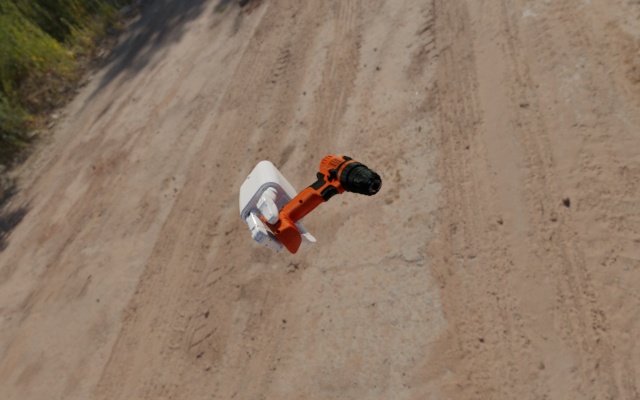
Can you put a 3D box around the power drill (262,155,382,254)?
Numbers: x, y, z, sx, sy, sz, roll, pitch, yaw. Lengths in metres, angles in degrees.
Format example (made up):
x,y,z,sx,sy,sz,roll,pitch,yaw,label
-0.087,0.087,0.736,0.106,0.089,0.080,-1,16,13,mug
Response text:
x,y,z,sx,sy,sz,roll,pitch,yaw,label
0.000,0.003,0.796,0.187,0.057,0.184,-41,23,-8,power drill
